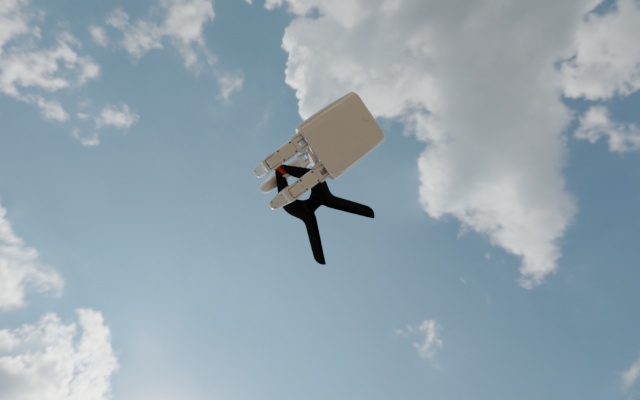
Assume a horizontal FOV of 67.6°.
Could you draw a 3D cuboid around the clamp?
[{"bbox_3d":[0.000,0.002,0.752,0.120,0.171,0.039,-36,7,-6],"label":"clamp"}]
